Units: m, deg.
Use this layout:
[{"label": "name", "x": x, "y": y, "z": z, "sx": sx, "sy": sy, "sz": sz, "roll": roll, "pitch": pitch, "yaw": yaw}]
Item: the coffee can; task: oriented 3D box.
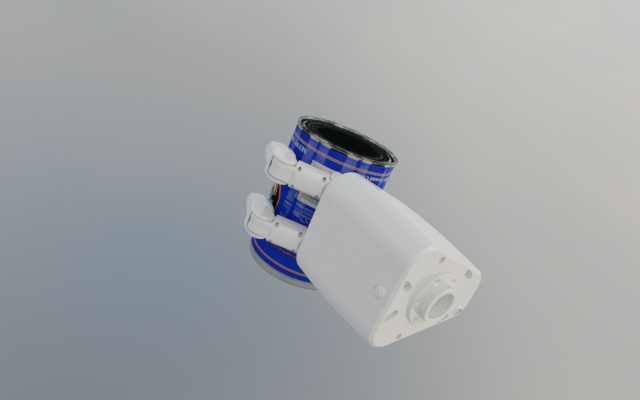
[{"label": "coffee can", "x": 0.000, "y": 0.002, "z": 0.474, "sx": 0.103, "sy": 0.140, "sz": 0.102, "roll": 21, "pitch": 20, "yaw": -8}]
